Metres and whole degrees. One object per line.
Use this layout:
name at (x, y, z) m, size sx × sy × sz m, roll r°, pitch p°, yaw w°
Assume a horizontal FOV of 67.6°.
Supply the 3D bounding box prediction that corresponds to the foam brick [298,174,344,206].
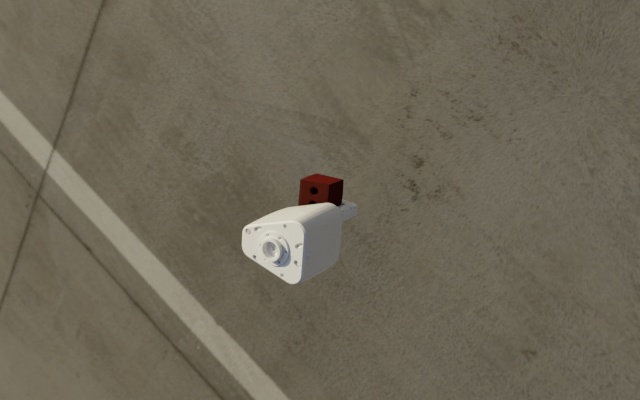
foam brick at (0.000, 0.002, 0.754) m, size 0.053 × 0.078 × 0.051 m, roll 12°, pitch 16°, yaw 27°
